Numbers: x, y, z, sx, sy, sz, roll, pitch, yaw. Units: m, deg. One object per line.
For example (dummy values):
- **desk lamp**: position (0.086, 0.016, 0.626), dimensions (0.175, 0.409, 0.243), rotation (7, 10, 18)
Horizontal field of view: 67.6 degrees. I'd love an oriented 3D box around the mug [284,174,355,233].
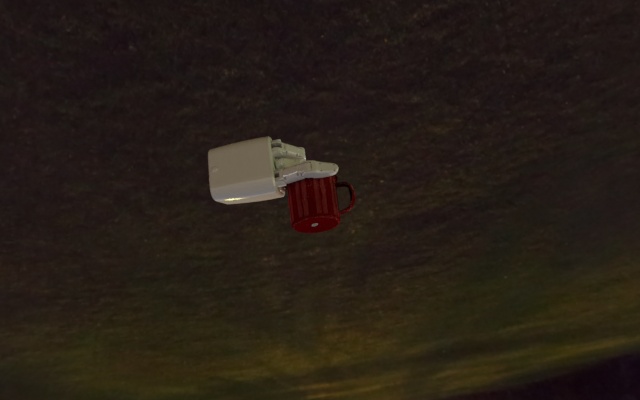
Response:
- **mug**: position (0.002, 0.003, 0.793), dimensions (0.117, 0.081, 0.093), rotation (-9, -22, 4)
